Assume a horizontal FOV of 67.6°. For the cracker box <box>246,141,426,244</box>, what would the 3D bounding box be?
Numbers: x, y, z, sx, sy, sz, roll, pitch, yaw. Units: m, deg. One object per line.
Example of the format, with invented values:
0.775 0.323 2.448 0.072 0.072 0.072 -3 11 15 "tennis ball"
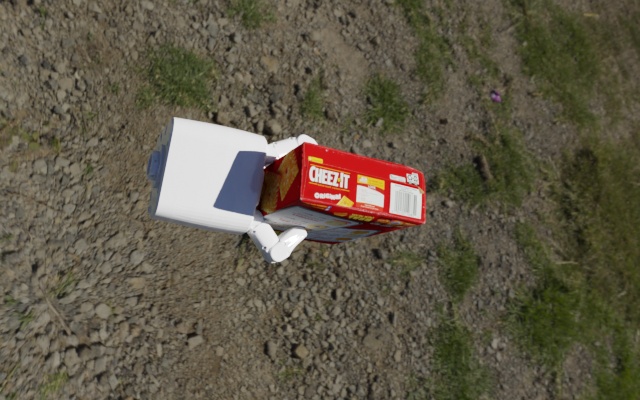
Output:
0.000 0.002 0.601 0.164 0.072 0.214 11 -16 -27 "cracker box"
